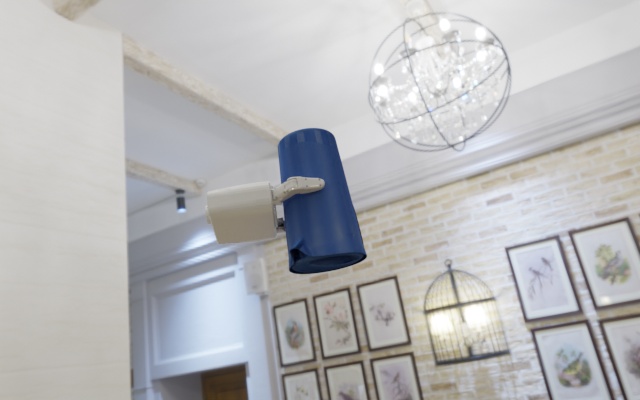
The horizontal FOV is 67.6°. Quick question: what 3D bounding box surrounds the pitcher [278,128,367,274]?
[{"bbox_3d":[0.000,0.003,0.845,0.145,0.242,0.149,-8,-19,-6],"label":"pitcher"}]
